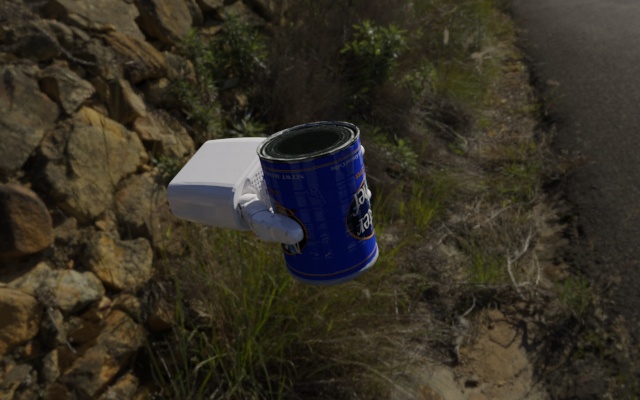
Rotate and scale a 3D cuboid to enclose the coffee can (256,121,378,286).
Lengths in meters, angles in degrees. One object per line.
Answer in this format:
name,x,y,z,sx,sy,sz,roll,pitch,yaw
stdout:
coffee can,0.000,0.002,0.495,0.103,0.140,0.102,-9,26,5
